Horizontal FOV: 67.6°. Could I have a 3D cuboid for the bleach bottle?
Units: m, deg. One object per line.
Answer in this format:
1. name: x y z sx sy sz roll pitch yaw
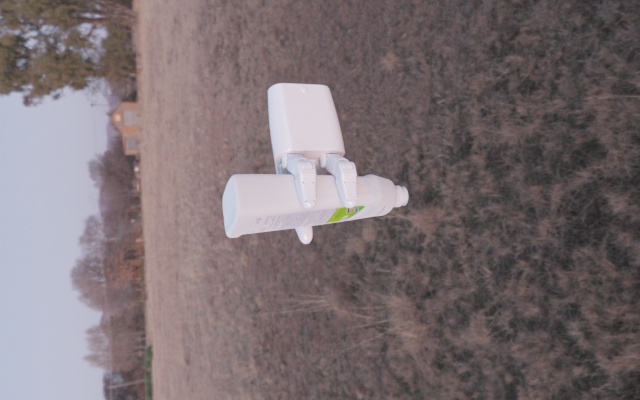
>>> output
1. bleach bottle: 0.000 0.002 0.653 0.251 0.068 0.103 -3 -19 -21
